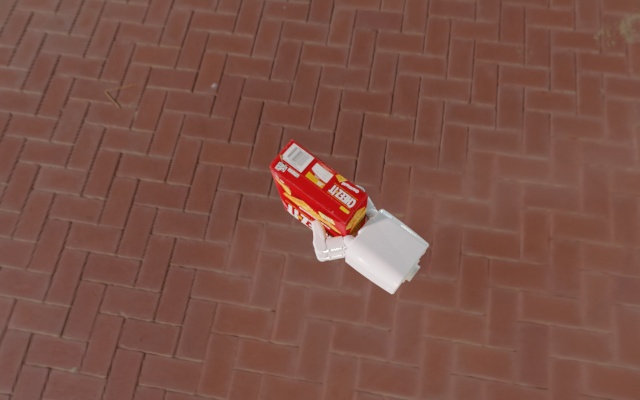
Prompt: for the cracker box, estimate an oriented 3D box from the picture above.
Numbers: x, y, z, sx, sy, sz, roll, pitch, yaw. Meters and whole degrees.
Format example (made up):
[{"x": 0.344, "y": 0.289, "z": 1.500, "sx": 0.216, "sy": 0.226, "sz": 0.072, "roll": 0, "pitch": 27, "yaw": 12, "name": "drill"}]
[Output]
[{"x": 0.000, "y": 0.003, "z": 0.866, "sx": 0.164, "sy": 0.072, "sz": 0.214, "roll": 37, "pitch": -14, "yaw": 14, "name": "cracker box"}]
